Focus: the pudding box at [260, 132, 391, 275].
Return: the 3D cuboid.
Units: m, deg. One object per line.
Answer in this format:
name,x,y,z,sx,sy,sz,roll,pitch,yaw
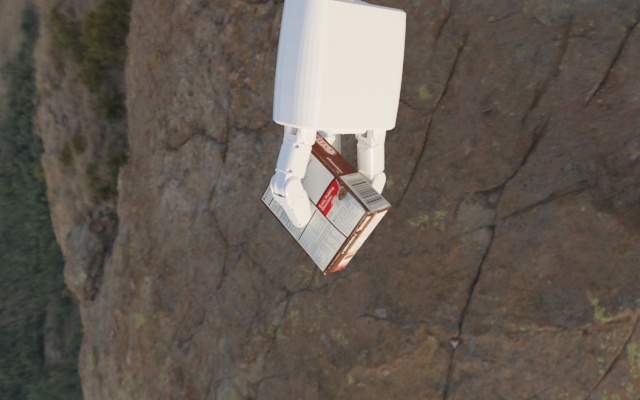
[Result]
pudding box,0.000,0.002,0.469,0.039,0.090,0.113,-12,53,-48
